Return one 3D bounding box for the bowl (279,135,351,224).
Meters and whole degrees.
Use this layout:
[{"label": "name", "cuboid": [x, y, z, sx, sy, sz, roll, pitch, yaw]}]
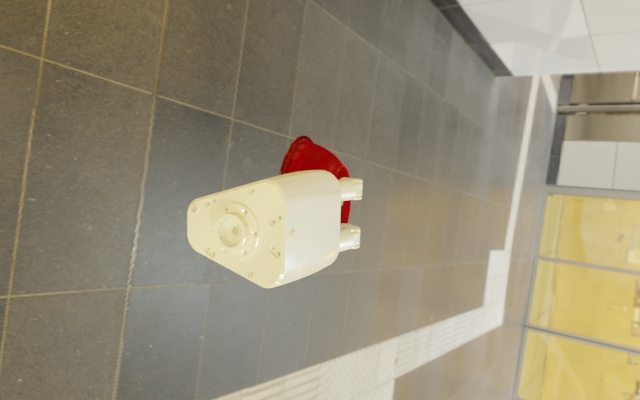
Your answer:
[{"label": "bowl", "cuboid": [0.001, 0.001, 0.590, 0.055, 0.162, 0.162, 4, 1, 17]}]
